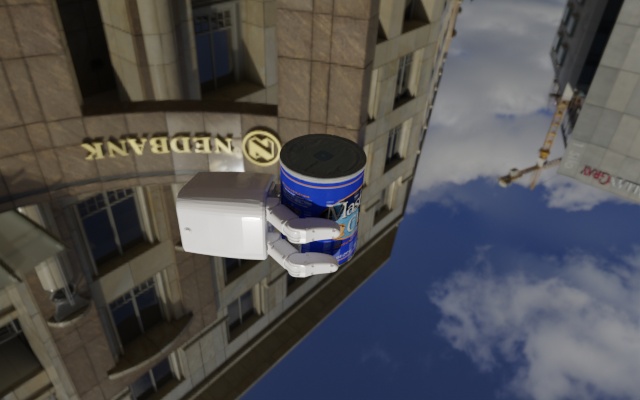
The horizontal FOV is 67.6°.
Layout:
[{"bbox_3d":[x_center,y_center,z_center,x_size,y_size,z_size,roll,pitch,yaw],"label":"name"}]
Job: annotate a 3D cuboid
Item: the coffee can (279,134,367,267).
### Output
[{"bbox_3d":[0.000,0.002,0.600,0.103,0.140,0.102,2,36,-1],"label":"coffee can"}]
